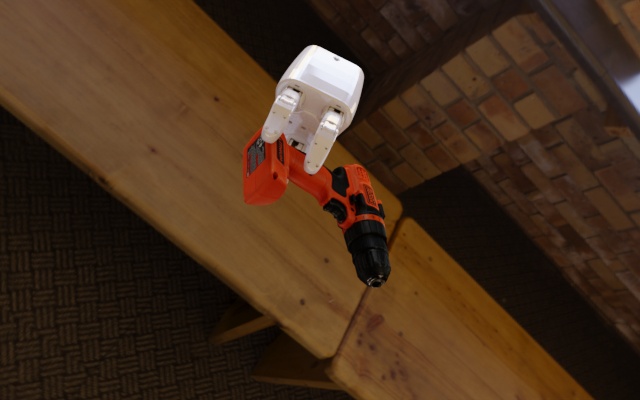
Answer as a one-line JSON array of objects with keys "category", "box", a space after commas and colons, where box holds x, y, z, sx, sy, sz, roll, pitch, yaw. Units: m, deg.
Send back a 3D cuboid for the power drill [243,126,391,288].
[{"category": "power drill", "box": [0.000, 0.001, 0.558, 0.188, 0.184, 0.057, 28, -57, -33]}]
